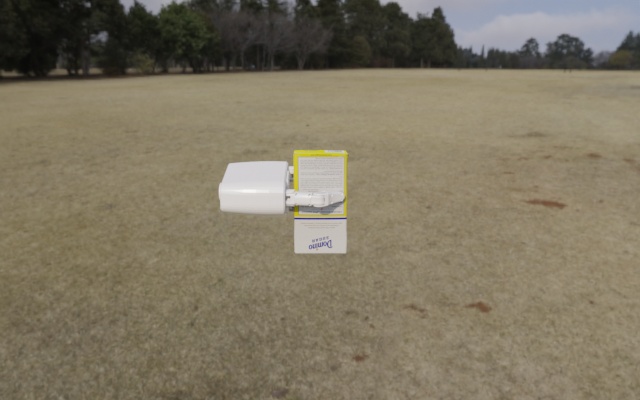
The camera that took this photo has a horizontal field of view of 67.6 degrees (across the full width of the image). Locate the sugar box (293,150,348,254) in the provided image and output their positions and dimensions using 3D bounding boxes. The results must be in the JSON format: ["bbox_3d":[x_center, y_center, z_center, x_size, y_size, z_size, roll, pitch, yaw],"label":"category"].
[{"bbox_3d":[0.000,0.002,0.827,0.093,0.176,0.048,1,14,-1],"label":"sugar box"}]
